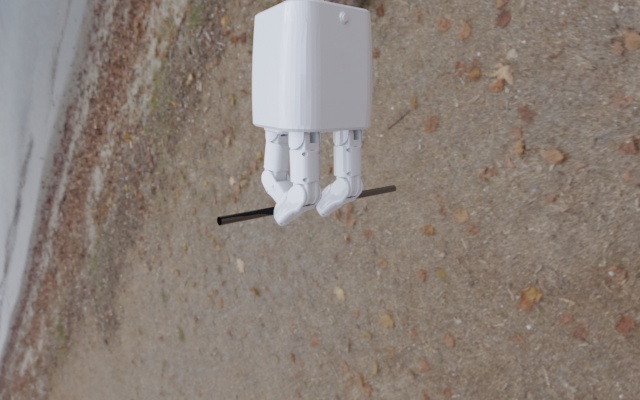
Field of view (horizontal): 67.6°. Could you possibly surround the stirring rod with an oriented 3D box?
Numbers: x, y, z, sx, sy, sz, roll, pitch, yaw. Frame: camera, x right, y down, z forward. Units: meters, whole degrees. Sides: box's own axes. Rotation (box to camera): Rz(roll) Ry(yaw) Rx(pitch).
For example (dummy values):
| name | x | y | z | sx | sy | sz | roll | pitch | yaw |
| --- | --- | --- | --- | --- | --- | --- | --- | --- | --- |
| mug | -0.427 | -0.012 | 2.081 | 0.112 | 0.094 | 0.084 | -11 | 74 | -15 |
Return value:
| name | x | y | z | sx | sy | sz | roll | pitch | yaw |
| --- | --- | --- | --- | --- | --- | --- | --- | --- | --- |
| stirring rod | 0.000 | 0.002 | 0.496 | 0.239 | 0.011 | 0.011 | -11 | 7 | -42 |
